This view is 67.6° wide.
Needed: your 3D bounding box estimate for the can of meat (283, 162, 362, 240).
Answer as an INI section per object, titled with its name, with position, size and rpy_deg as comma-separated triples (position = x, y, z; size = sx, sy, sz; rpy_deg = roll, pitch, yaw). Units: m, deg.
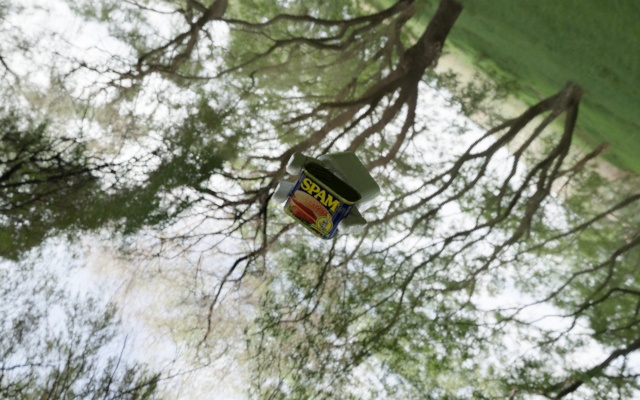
[can of meat]
position = 0.000, 0.003, 0.765
size = 0.102, 0.084, 0.057
rpy_deg = 37, 26, 13
